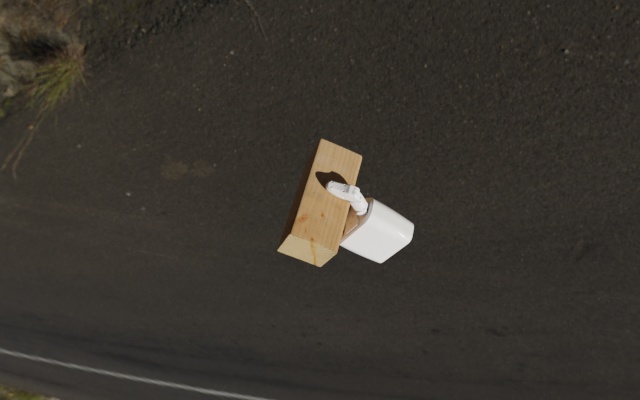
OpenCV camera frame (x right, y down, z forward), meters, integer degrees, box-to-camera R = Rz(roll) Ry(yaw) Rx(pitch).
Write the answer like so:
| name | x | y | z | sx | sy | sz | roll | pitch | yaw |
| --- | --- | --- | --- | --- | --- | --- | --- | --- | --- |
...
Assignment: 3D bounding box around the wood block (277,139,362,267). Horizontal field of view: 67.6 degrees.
| name | x | y | z | sx | sy | sz | roll | pitch | yaw |
| --- | --- | --- | --- | --- | --- | --- | --- | --- | --- |
| wood block | 0.001 | 0.003 | 0.883 | 0.090 | 0.206 | 0.091 | 22 | -30 | -10 |
